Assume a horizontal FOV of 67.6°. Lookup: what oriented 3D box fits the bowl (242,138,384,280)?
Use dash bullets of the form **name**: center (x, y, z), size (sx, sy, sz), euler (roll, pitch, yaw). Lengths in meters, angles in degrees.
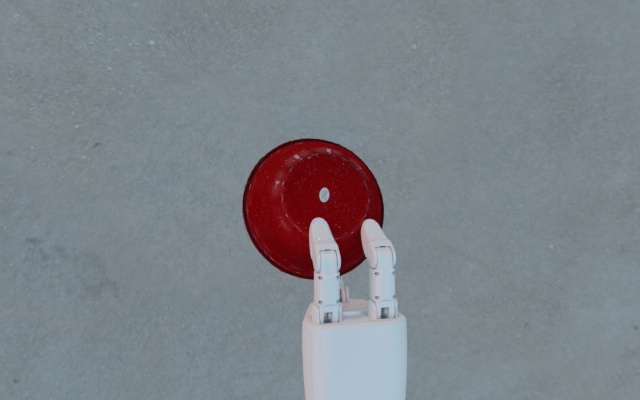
- **bowl**: center (0.000, 0.000, 0.507), size (0.162, 0.162, 0.055), euler (0, -13, -13)
